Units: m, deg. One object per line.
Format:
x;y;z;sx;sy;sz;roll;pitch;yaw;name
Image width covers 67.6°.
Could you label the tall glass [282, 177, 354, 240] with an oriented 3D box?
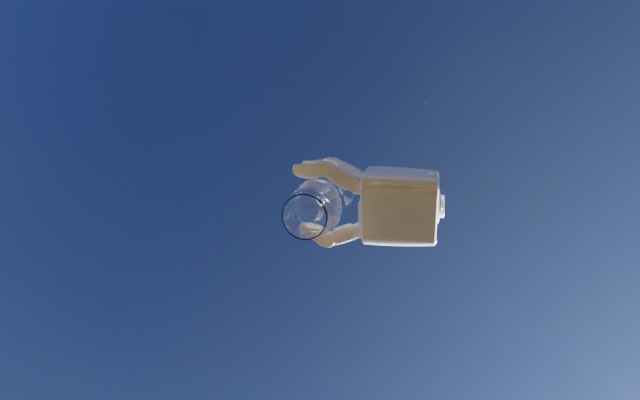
0.000;0.002;0.709;0.079;0.079;0.201;0;11;13;tall glass
